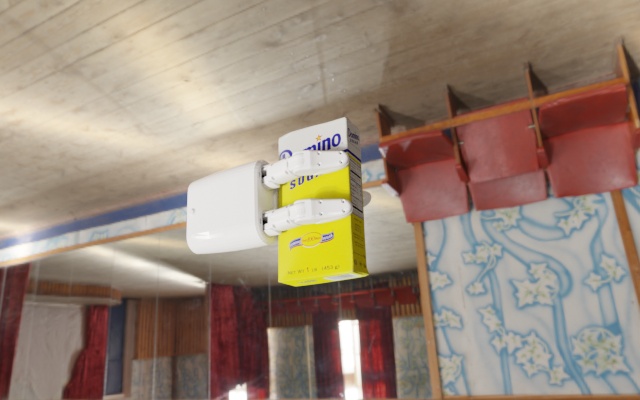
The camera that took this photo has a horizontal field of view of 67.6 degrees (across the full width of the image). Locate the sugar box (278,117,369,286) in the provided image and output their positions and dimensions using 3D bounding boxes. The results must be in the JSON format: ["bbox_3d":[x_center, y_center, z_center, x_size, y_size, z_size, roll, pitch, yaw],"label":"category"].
[{"bbox_3d":[0.000,0.002,0.535,0.093,0.176,0.048,-12,-19,26],"label":"sugar box"}]
